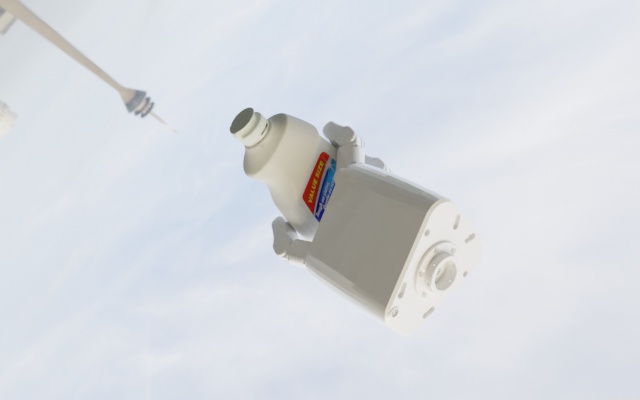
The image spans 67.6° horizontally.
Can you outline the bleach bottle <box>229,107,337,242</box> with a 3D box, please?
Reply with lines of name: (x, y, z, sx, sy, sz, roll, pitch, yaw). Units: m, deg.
bleach bottle: (0.000, 0.002, 0.491, 0.251, 0.102, 0.068, 41, -9, -39)
